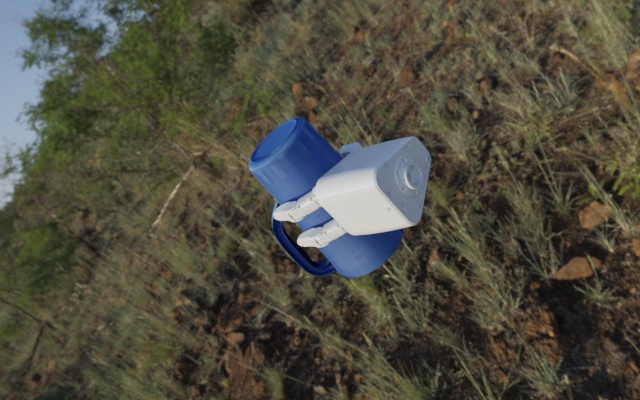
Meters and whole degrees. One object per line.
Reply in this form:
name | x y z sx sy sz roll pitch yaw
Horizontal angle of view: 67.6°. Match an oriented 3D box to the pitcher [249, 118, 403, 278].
pitcher | 0.000 0.002 0.728 0.243 0.149 0.145 47 -32 -24
